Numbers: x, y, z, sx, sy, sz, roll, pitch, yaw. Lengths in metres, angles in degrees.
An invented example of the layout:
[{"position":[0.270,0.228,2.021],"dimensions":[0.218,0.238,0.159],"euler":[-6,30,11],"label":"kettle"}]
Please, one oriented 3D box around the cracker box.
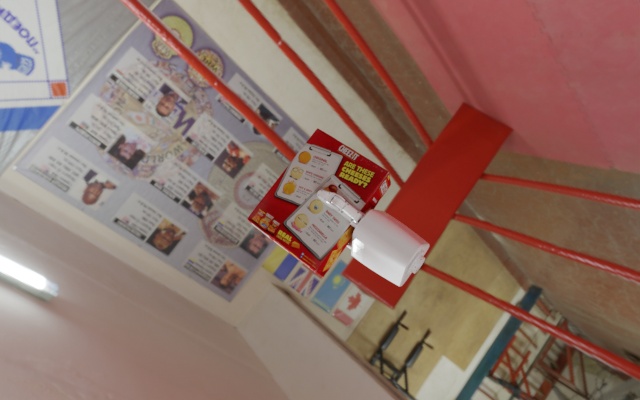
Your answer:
[{"position":[0.000,0.003,0.863],"dimensions":[0.164,0.213,0.072],"euler":[34,-8,20],"label":"cracker box"}]
